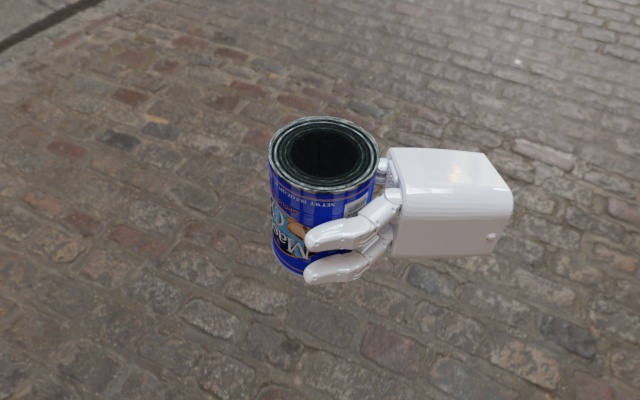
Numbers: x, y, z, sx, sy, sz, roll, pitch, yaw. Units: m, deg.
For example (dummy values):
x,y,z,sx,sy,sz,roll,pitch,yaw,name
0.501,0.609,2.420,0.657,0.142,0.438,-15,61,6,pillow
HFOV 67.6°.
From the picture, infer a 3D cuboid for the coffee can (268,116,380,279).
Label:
x,y,z,sx,sy,sz,roll,pitch,yaw,name
0.000,0.002,0.484,0.103,0.102,0.140,0,-42,-4,coffee can
